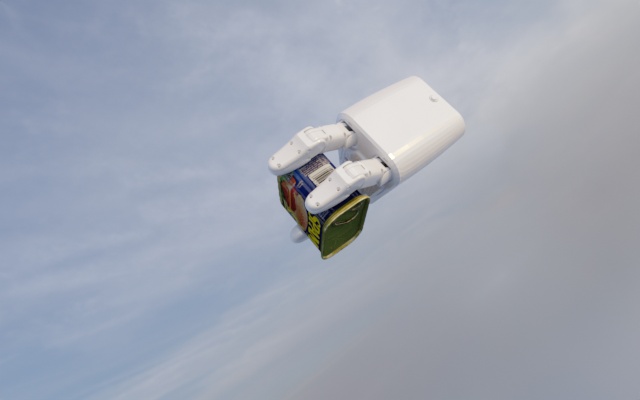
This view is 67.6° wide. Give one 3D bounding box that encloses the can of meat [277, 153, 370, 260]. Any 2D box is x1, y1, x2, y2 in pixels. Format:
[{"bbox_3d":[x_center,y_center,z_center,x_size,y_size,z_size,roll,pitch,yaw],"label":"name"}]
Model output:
[{"bbox_3d":[0.000,0.001,0.500,0.057,0.084,0.102,-34,-22,-18],"label":"can of meat"}]
